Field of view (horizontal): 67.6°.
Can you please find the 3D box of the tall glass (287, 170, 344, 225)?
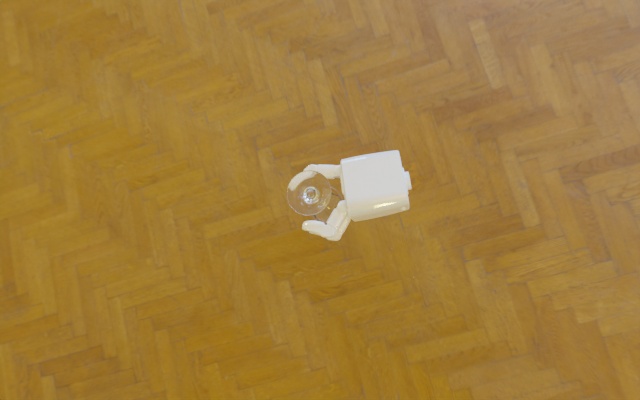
[{"bbox_3d":[0.000,0.003,0.868,0.079,0.079,0.201,0,-9,11],"label":"tall glass"}]
